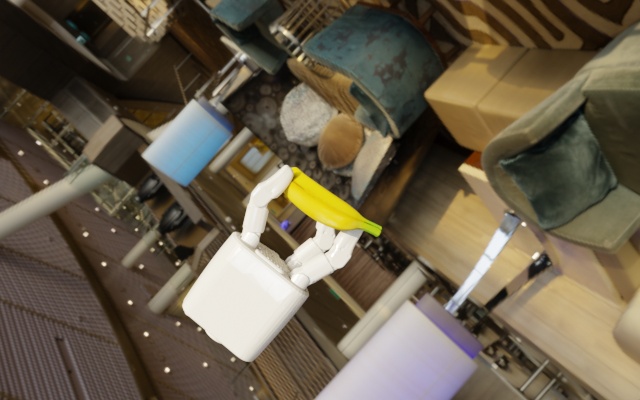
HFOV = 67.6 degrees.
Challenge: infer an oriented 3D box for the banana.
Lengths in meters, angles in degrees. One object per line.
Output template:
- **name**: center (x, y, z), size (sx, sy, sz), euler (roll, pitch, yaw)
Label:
- **banana**: center (-0.011, -0.005, 0.574), size (0.070, 0.037, 0.197), euler (32, 3, -38)
